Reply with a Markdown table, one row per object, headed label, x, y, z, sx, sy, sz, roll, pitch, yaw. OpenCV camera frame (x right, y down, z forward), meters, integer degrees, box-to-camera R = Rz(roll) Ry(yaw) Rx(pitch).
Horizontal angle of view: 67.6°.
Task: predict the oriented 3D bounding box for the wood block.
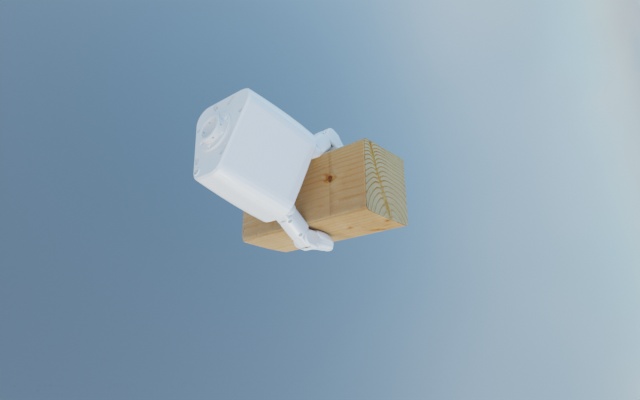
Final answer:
| label | x | y | z | sx | sy | sz | roll | pitch | yaw |
| --- | --- | --- | --- | --- | --- | --- | --- | --- | --- |
| wood block | 0.000 | 0.002 | 0.627 | 0.206 | 0.090 | 0.090 | -16 | -25 | 37 |
